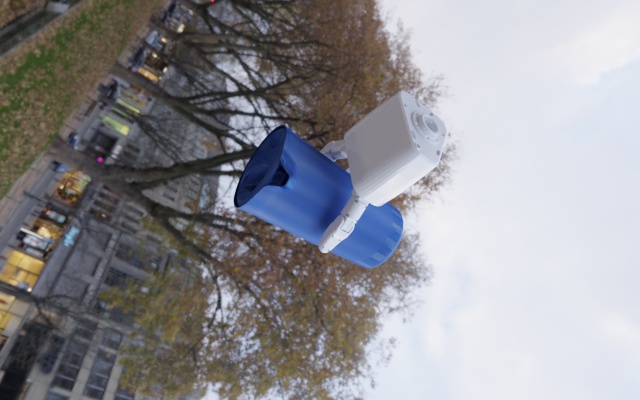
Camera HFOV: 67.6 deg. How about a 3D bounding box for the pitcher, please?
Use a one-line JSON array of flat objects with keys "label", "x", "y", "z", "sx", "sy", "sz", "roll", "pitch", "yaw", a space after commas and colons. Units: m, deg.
[{"label": "pitcher", "x": 0.000, "y": 0.002, "z": 0.721, "sx": 0.243, "sy": 0.149, "sz": 0.145, "roll": 31, "pitch": -47, "yaw": -24}]
